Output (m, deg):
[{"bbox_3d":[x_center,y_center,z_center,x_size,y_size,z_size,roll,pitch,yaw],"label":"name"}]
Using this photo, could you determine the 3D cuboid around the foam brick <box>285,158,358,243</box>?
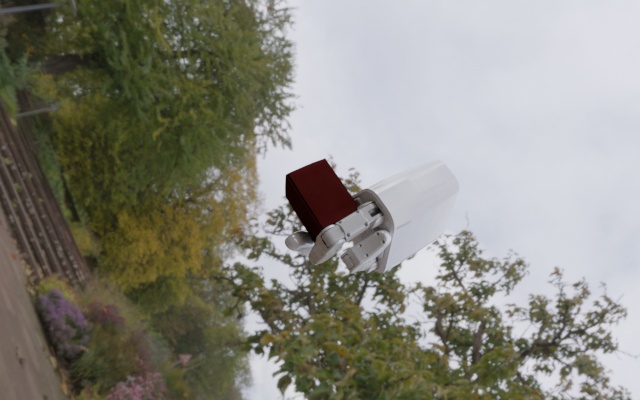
[{"bbox_3d":[0.000,0.002,0.546,0.051,0.078,0.053,-27,-19,-18],"label":"foam brick"}]
